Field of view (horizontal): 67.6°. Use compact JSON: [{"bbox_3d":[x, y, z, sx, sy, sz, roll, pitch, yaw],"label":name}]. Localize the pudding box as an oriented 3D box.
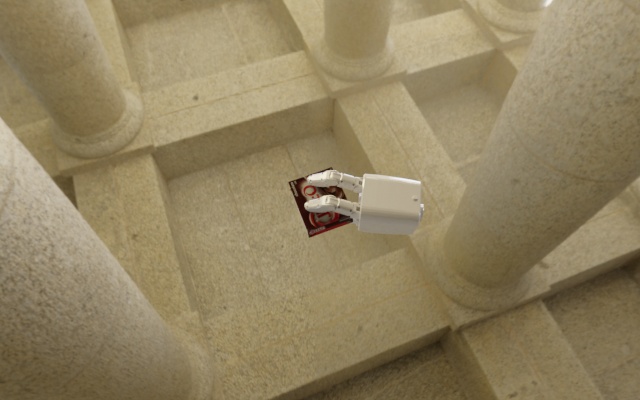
[{"bbox_3d":[0.000,0.003,0.887,0.090,0.113,0.039,-19,-30,-8],"label":"pudding box"}]
